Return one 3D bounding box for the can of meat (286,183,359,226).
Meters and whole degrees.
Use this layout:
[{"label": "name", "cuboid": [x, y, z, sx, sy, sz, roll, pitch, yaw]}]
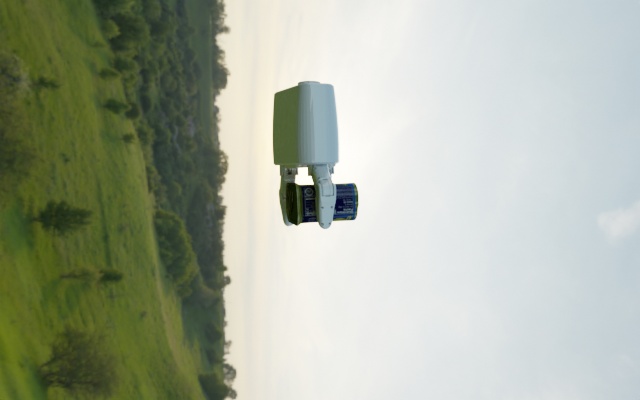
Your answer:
[{"label": "can of meat", "cuboid": [0.000, 0.002, 0.667, 0.084, 0.057, 0.102, -3, 2, -12]}]
